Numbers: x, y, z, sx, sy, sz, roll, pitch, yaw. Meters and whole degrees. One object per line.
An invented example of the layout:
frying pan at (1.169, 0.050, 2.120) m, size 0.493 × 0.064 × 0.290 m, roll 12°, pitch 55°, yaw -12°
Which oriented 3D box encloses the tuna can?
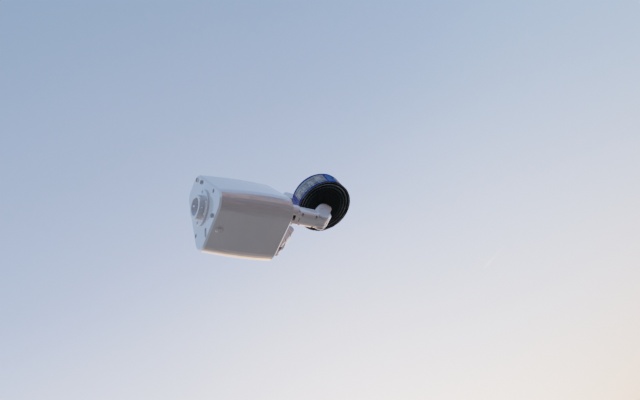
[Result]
tuna can at (0.000, 0.002, 0.736) m, size 0.086 × 0.086 × 0.033 m, roll 0°, pitch 29°, yaw -27°
